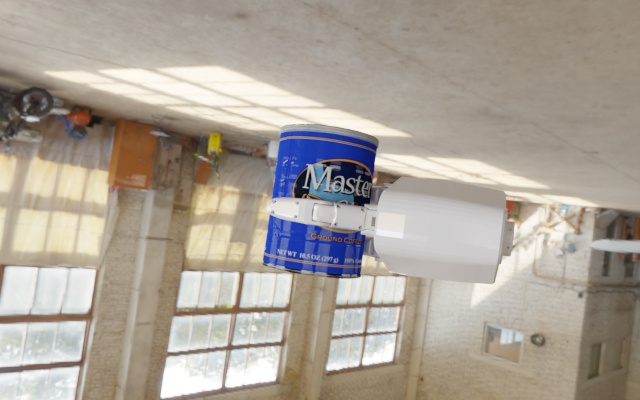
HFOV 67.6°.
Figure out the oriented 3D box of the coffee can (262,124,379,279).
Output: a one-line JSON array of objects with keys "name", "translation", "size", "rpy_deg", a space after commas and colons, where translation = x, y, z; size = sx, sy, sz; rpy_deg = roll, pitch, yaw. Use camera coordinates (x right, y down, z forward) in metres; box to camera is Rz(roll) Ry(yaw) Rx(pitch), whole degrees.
[{"name": "coffee can", "translation": [0.000, 0.001, 0.490], "size": [0.103, 0.140, 0.103], "rpy_deg": [8, -2, 0]}]
